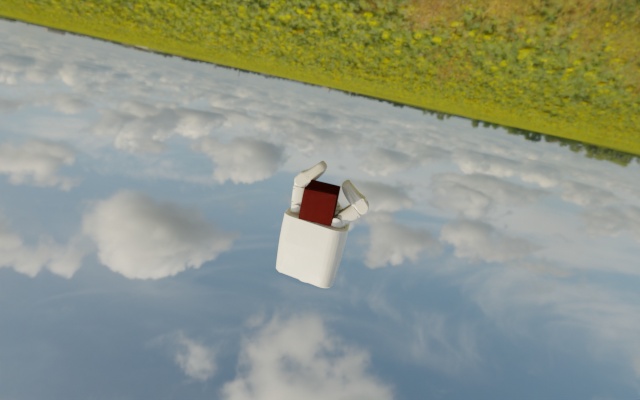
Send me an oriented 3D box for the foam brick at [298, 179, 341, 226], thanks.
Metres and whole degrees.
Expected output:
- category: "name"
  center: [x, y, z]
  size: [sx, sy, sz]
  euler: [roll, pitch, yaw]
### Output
- category: "foam brick"
  center: [0.000, 0.002, 0.752]
  size: [0.053, 0.051, 0.078]
  euler: [13, 13, 4]
